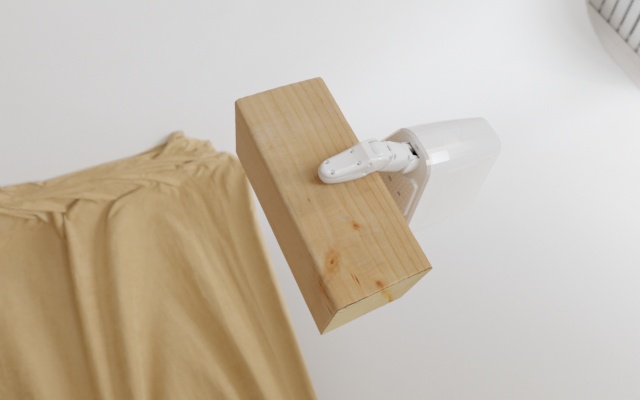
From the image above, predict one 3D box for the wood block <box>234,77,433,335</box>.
[{"bbox_3d":[0.001,0.001,0.438,0.090,0.206,0.091,-20,-22,-19],"label":"wood block"}]
